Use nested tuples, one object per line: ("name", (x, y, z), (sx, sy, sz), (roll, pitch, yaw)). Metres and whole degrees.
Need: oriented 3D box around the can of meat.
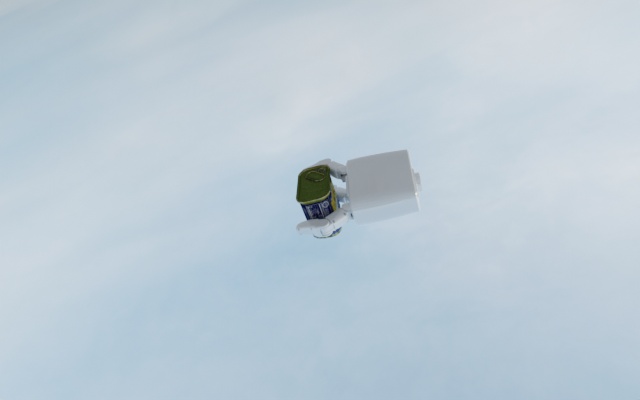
("can of meat", (0.000, 0.003, 0.807), (0.057, 0.084, 0.102), (-14, 34, 10))
